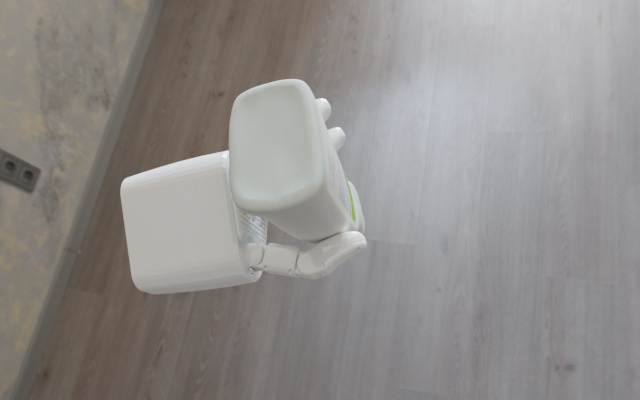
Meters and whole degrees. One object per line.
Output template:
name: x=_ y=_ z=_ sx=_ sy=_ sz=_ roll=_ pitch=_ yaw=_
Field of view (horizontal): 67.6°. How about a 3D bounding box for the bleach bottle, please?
bleach bottle: x=0.000 y=0.001 z=0.432 sx=0.068 sy=0.102 sz=0.251 roll=-11 pitch=-23 yaw=12
